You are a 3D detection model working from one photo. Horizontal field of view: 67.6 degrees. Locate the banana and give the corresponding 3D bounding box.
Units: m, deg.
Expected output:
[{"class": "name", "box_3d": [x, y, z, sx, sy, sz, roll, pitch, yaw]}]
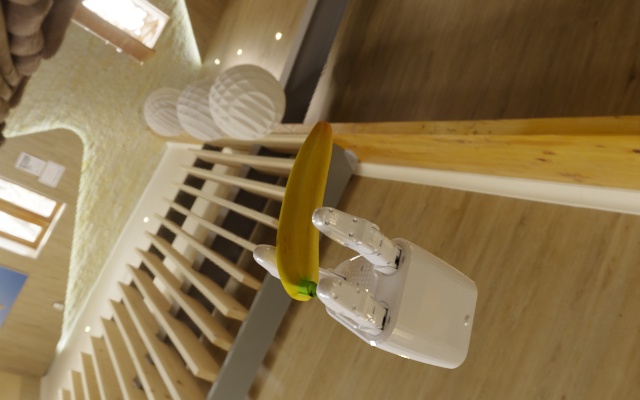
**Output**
[{"class": "banana", "box_3d": [-0.011, 0.013, 0.434, 0.037, 0.197, 0.070, 26, -46, -27]}]
